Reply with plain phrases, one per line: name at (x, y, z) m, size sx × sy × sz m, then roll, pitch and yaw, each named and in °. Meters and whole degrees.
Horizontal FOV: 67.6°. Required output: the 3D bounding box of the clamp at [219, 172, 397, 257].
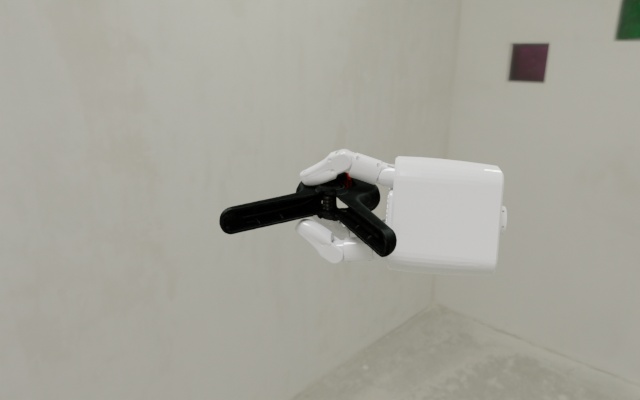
clamp at (0.000, 0.001, 0.506) m, size 0.164 × 0.036 × 0.210 m, roll 6°, pitch 19°, yaw 9°
